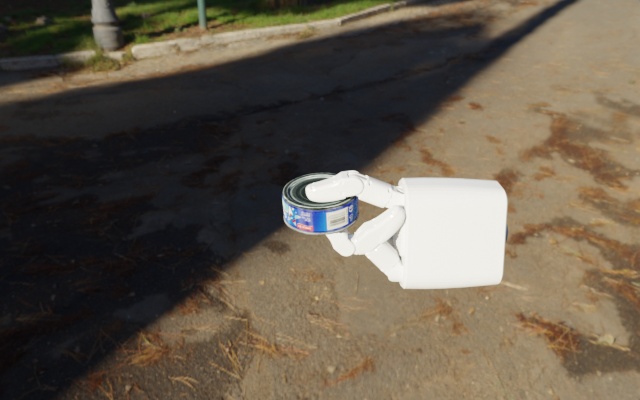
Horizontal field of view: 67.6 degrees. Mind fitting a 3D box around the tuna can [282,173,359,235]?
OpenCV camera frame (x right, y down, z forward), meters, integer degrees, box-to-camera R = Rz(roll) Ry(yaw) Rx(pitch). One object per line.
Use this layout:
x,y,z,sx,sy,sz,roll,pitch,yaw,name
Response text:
0.000,0.001,0.535,0.086,0.034,0.086,-2,30,1,tuna can
